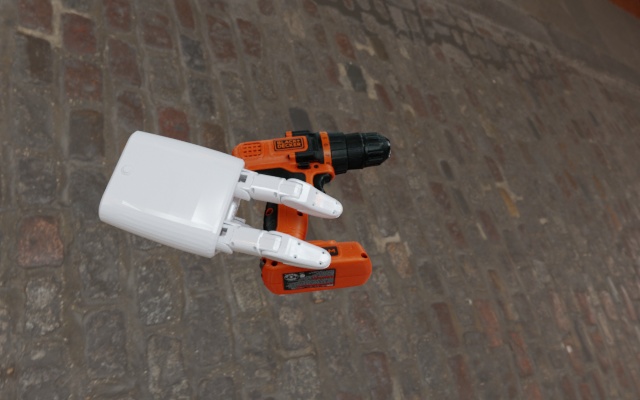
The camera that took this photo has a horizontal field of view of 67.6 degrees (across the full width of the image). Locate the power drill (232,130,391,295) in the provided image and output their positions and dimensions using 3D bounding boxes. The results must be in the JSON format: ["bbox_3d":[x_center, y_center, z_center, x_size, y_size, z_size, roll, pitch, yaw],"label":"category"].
[{"bbox_3d":[0.000,0.002,0.511,0.184,0.187,0.057,-7,-39,-4],"label":"power drill"}]
